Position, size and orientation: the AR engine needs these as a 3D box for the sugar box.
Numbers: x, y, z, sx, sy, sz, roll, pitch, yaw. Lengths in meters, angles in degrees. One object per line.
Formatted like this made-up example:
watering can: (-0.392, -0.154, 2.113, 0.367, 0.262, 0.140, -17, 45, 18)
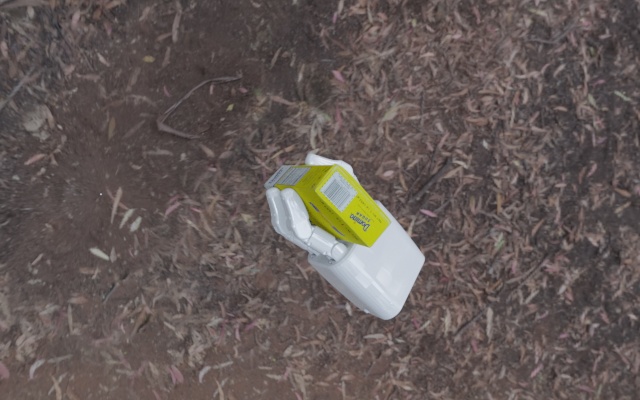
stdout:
sugar box: (0.000, 0.002, 0.573, 0.093, 0.048, 0.176, 47, -17, -18)
